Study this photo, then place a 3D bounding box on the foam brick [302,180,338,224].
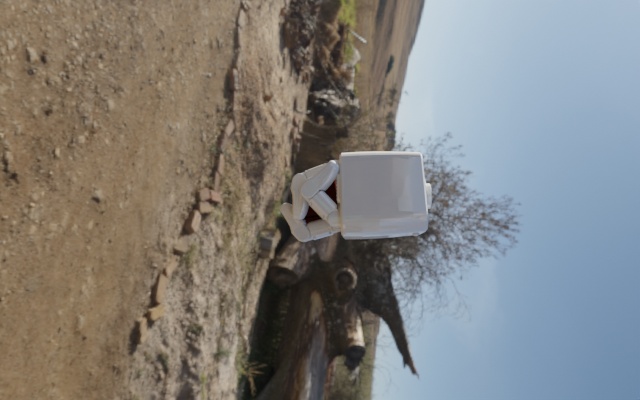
[{"bbox_3d":[0.000,0.002,0.674,0.051,0.053,0.078,-9,-8,4],"label":"foam brick"}]
